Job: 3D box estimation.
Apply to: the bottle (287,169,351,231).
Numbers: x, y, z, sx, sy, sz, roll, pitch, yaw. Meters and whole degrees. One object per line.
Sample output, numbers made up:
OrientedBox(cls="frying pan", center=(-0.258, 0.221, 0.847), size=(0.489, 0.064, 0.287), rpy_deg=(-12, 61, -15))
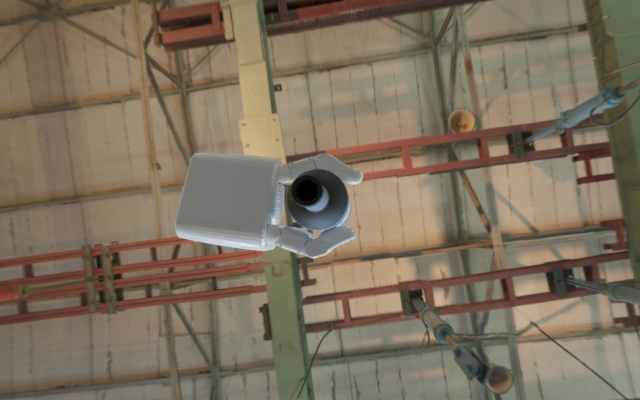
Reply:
OrientedBox(cls="bottle", center=(0.000, 0.002, 0.550), size=(0.069, 0.069, 0.296), rpy_deg=(0, -4, 5))
